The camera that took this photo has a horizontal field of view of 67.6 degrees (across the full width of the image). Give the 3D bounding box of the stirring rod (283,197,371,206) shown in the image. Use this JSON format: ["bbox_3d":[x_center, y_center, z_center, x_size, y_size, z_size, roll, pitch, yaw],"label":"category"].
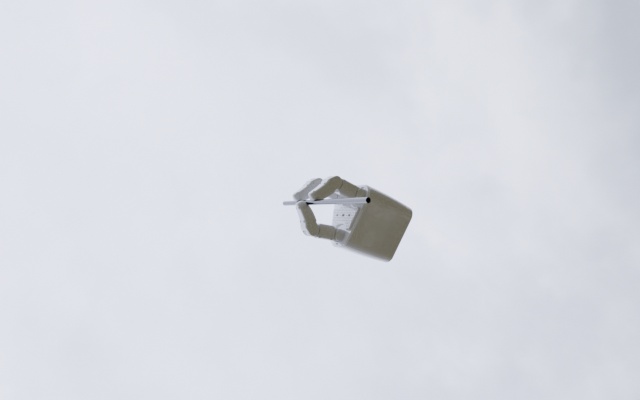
[{"bbox_3d":[0.000,0.002,0.723,0.011,0.011,0.239,0,-1,-31],"label":"stirring rod"}]
